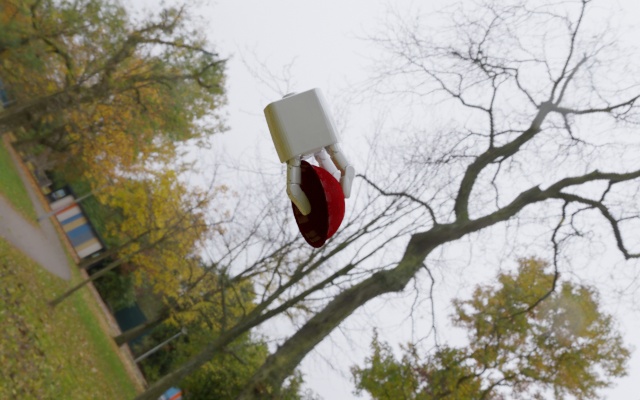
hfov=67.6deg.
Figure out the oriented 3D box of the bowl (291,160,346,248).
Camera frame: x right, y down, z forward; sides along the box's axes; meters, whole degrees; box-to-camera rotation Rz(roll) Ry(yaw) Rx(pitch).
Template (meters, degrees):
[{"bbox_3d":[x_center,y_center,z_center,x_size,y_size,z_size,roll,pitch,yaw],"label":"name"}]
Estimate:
[{"bbox_3d":[0.001,0.004,0.868,0.055,0.162,0.162,-11,5,-25],"label":"bowl"}]
